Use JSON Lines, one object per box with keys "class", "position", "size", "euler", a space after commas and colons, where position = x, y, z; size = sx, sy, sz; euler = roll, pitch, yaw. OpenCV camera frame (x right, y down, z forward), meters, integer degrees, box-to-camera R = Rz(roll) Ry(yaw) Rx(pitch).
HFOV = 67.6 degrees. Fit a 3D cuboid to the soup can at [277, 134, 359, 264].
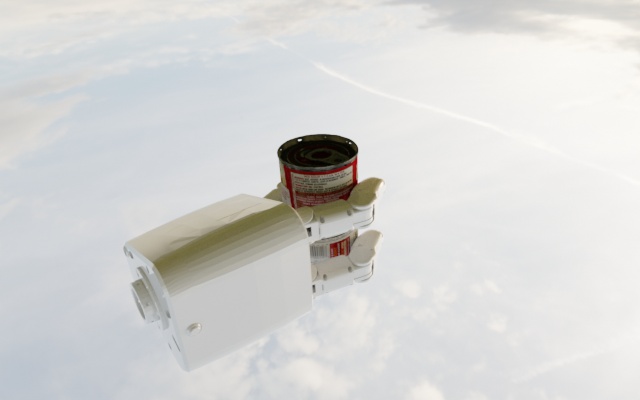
{"class": "soup can", "position": [0.000, 0.001, 0.421], "size": [0.068, 0.102, 0.068], "euler": [-2, 30, 1]}
